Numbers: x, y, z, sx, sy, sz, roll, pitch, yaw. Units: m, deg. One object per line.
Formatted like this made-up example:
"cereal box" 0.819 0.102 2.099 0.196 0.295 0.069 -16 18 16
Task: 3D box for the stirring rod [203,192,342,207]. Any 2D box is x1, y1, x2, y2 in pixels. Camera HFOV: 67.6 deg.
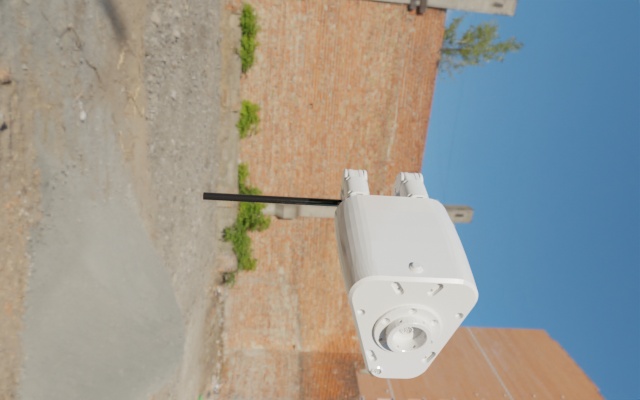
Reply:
"stirring rod" 0.000 0.002 0.497 0.239 0.011 0.011 3 0 -4
